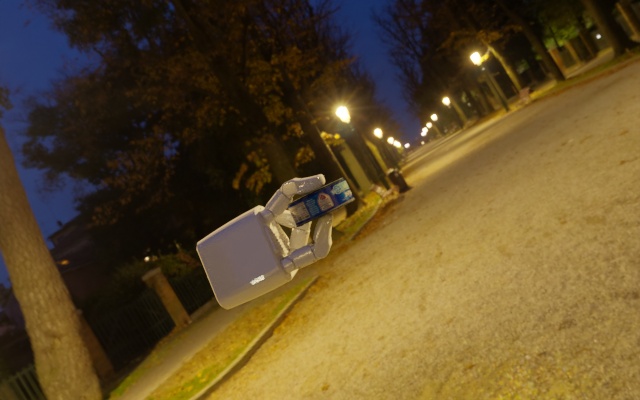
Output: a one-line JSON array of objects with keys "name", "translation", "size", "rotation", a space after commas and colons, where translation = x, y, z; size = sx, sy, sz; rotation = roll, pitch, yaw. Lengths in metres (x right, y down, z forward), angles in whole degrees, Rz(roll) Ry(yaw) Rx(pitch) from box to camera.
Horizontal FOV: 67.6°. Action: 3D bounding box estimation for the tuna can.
[{"name": "tuna can", "translation": [0.000, 0.002, 0.631], "size": [0.086, 0.034, 0.086], "rotation": [-26, 1, 0]}]
